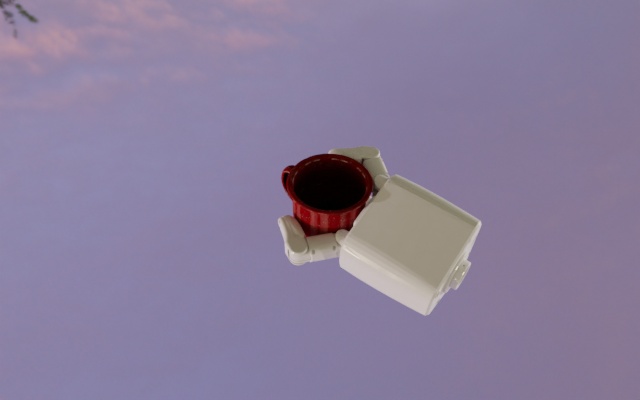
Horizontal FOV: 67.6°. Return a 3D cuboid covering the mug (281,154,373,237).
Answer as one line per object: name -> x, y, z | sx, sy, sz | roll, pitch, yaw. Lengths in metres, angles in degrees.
mug -> -0.001, 0.001, 0.548 | 0.117, 0.082, 0.093 | 30, 53, 24
